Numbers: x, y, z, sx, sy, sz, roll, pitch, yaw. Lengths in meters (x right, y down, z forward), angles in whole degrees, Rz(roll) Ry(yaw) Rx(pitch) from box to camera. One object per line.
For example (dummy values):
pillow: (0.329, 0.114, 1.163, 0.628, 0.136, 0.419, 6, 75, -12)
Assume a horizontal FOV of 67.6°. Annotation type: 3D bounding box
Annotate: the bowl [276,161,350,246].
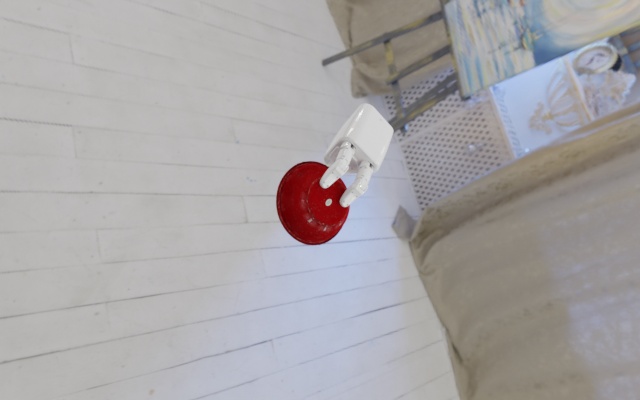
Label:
bowl: (0.000, 0.004, 0.889, 0.162, 0.162, 0.055, 0, -4, -33)
